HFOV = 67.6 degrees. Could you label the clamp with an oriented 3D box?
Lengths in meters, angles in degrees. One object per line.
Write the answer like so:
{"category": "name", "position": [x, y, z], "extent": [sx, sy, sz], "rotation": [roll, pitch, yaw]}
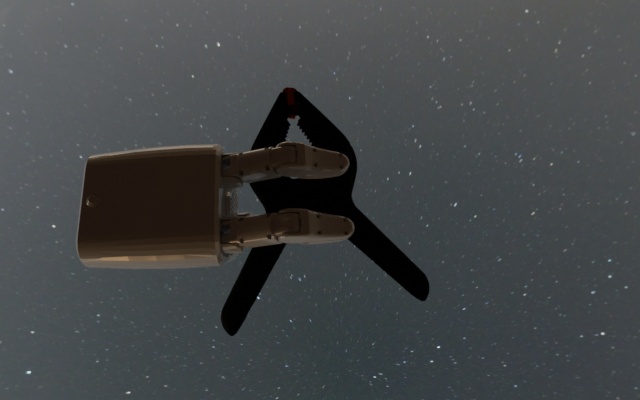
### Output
{"category": "clamp", "position": [0.000, 0.001, 0.403], "extent": [0.164, 0.210, 0.036], "rotation": [-2, -19, -5]}
